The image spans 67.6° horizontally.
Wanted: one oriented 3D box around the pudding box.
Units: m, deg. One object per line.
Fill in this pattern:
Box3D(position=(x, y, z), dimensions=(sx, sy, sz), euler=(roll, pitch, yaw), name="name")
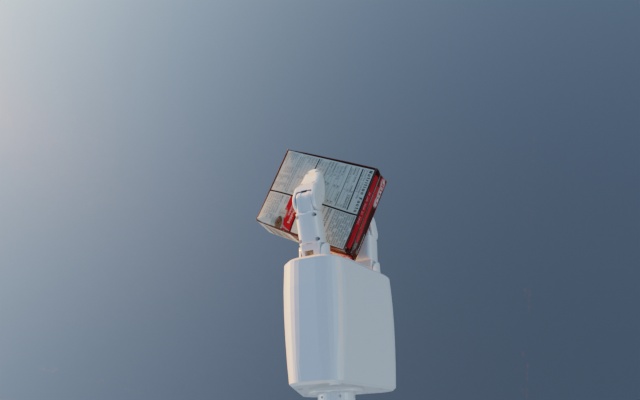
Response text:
Box3D(position=(0.000, 0.002, 0.491), dimensions=(0.113, 0.090, 0.039), euler=(17, -15, 28), name="pudding box")
